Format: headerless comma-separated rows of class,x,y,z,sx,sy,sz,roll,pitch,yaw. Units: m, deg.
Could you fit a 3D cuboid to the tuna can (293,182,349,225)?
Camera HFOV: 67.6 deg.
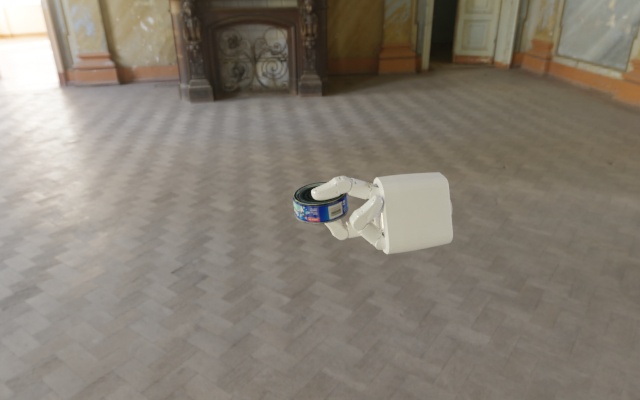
tuna can,0.000,0.002,0.748,0.086,0.034,0.086,-6,26,3
